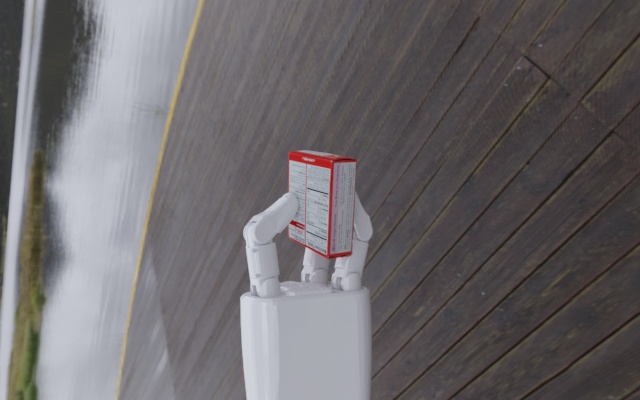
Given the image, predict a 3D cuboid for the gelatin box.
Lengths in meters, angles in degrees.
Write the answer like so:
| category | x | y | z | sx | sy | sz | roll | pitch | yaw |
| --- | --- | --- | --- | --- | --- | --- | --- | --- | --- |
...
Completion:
| category | x | y | z | sx | sy | sz | roll | pitch | yaw |
| --- | --- | --- | --- | --- | --- | --- | --- | --- | --- |
| gelatin box | 0.000 | 0.001 | 0.439 | 0.030 | 0.089 | 0.073 | -6 | 14 | -33 |
